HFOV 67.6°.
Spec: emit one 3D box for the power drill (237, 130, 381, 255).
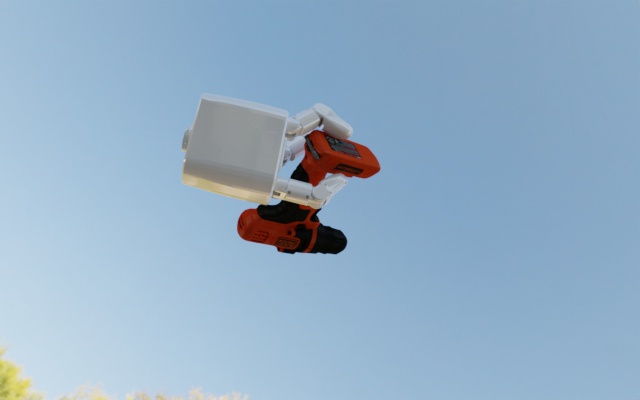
[{"bbox_3d":[0.000,0.002,0.666,0.184,0.188,0.057,13,35,-36],"label":"power drill"}]
